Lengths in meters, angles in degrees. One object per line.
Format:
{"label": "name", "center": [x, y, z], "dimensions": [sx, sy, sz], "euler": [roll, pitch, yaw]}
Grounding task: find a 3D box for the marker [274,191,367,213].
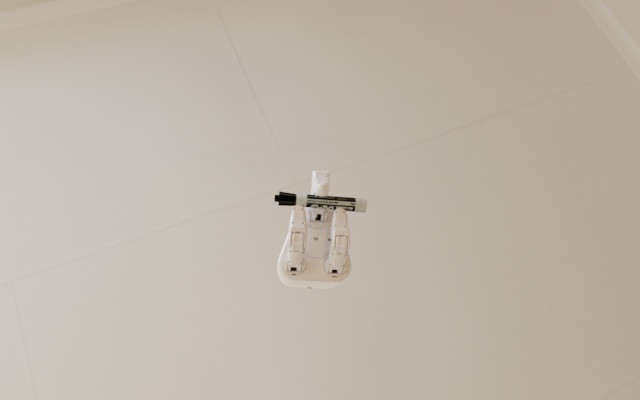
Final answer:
{"label": "marker", "center": [0.000, 0.002, 0.627], "dimensions": [0.121, 0.020, 0.020], "euler": [5, 0, -4]}
